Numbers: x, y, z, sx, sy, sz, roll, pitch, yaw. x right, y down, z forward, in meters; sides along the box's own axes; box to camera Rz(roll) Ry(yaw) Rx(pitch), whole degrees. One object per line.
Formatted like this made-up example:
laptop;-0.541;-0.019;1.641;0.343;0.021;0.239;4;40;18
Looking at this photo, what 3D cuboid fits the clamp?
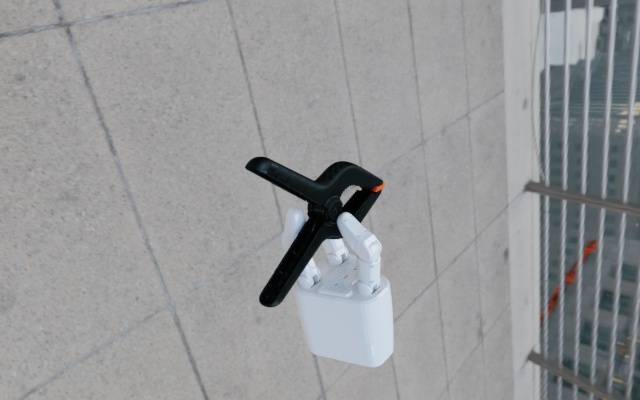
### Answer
clamp;0.001;0.002;0.535;0.036;0.165;0.210;18;37;39
